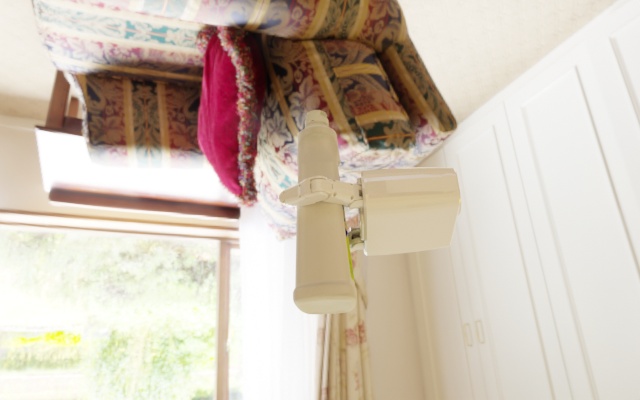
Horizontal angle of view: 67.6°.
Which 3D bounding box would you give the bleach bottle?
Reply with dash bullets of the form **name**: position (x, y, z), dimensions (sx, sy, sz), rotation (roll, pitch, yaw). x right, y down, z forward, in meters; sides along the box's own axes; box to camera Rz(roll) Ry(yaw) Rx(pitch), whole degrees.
- **bleach bottle**: position (0.000, 0.002, 0.569), dimensions (0.068, 0.250, 0.103), rotation (-4, -22, 3)
